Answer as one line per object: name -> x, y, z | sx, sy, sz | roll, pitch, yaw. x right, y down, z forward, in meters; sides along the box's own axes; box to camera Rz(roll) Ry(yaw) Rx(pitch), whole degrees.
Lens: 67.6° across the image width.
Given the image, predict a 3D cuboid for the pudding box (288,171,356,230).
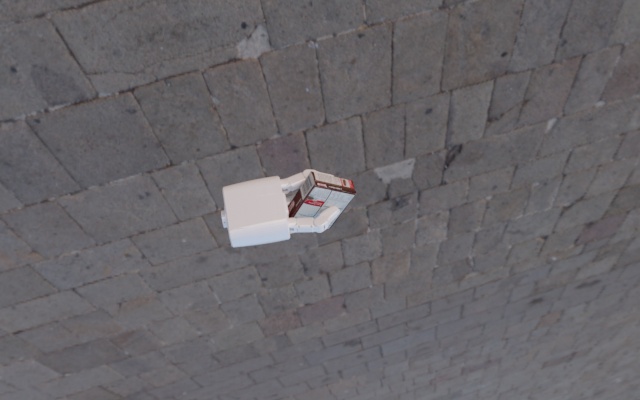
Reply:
pudding box -> 0.000, 0.003, 0.888 | 0.090, 0.039, 0.113 | 11, -43, -28
